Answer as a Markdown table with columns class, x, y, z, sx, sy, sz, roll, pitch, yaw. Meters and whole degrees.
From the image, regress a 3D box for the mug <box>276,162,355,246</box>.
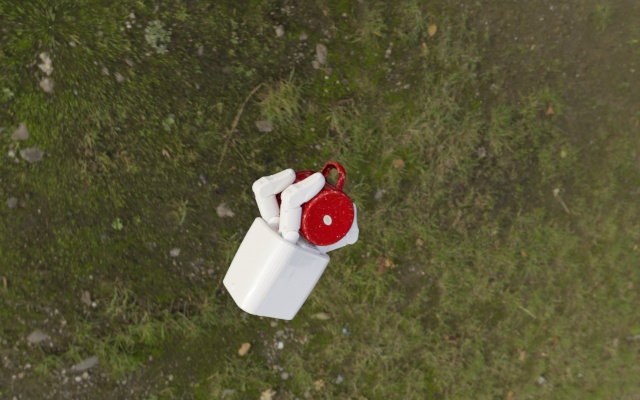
| class | x | y | z | sx | sy | sz | roll | pitch | yaw |
| --- | --- | --- | --- | --- | --- | --- | --- | --- | --- |
| mug | 0.001 | 0.001 | 0.661 | 0.093 | 0.117 | 0.081 | 27 | 4 | -34 |
